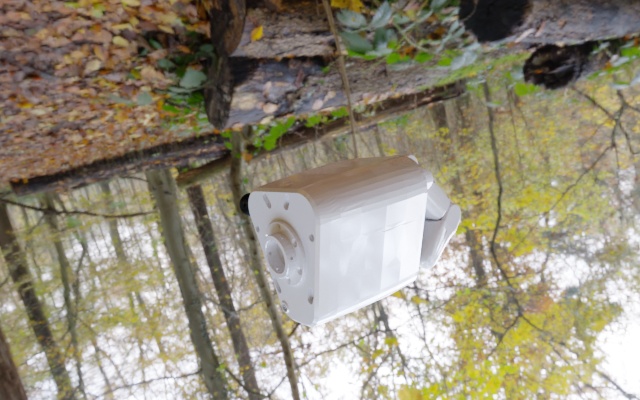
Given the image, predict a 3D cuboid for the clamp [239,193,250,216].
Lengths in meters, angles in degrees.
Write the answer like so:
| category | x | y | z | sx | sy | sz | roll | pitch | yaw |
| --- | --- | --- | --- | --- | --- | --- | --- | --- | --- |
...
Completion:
| category | x | y | z | sx | sy | sz | roll | pitch | yaw |
| --- | --- | --- | --- | --- | --- | --- | --- | --- | --- |
| clamp | 0.000 | 0.002 | 0.488 | 0.120 | 0.039 | 0.171 | -13 | 6 | -36 |
